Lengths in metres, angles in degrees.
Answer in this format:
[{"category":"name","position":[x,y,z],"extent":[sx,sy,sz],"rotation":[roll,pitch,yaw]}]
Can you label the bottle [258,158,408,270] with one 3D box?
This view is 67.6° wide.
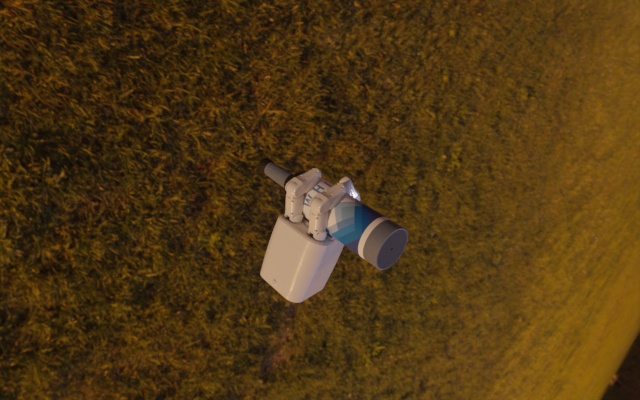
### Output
[{"category":"bottle","position":[0.000,0.002,0.743],"extent":[0.295,0.069,0.069],"rotation":[33,21,37]}]
